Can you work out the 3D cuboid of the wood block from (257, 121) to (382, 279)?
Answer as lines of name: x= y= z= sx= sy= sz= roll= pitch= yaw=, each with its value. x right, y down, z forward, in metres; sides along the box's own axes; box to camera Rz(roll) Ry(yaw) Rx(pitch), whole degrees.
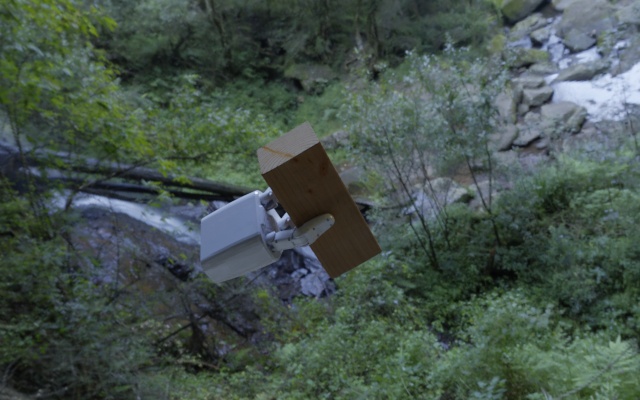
wood block: x=0.000 y=0.003 z=0.704 sx=0.090 sy=0.206 sz=0.090 roll=-29 pitch=30 yaw=4
